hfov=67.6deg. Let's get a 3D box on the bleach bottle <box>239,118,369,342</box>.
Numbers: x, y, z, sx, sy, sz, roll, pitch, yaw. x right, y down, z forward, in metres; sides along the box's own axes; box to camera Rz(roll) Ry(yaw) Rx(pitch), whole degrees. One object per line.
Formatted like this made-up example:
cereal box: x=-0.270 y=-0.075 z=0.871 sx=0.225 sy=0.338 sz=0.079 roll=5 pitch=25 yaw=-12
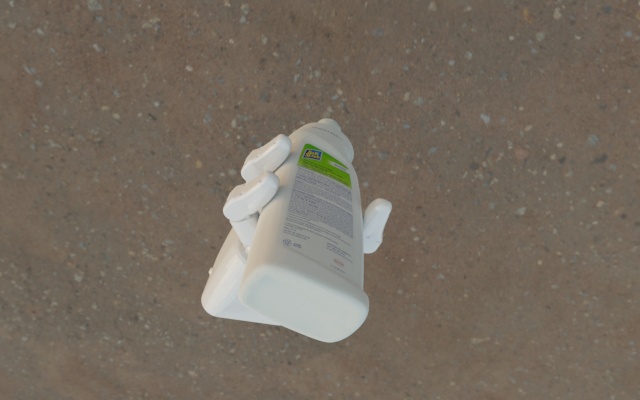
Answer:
bleach bottle: x=0.000 y=0.001 z=0.457 sx=0.102 sy=0.250 sz=0.068 roll=27 pitch=-51 yaw=-13
